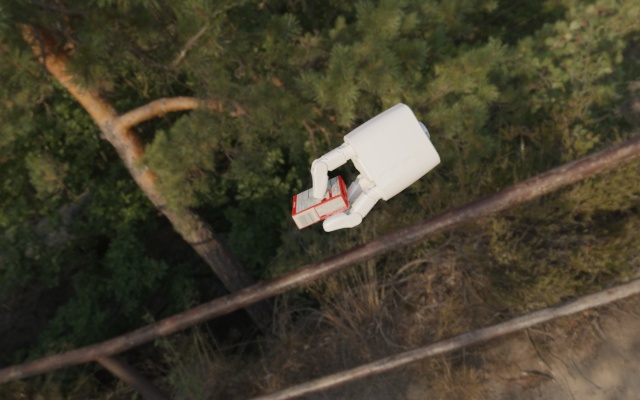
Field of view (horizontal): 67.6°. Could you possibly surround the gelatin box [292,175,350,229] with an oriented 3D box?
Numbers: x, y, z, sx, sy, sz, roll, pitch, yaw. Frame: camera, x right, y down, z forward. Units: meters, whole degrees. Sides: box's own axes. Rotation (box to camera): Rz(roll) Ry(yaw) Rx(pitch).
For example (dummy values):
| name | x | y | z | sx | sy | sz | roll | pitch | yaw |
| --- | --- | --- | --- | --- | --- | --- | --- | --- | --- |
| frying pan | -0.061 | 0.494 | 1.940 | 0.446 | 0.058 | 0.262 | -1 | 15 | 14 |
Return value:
| name | x | y | z | sx | sy | sz | roll | pitch | yaw |
| --- | --- | --- | --- | --- | --- | --- | --- | --- | --- |
| gelatin box | 0.000 | 0.002 | 0.765 | 0.089 | 0.030 | 0.073 | -24 | 24 | 10 |
